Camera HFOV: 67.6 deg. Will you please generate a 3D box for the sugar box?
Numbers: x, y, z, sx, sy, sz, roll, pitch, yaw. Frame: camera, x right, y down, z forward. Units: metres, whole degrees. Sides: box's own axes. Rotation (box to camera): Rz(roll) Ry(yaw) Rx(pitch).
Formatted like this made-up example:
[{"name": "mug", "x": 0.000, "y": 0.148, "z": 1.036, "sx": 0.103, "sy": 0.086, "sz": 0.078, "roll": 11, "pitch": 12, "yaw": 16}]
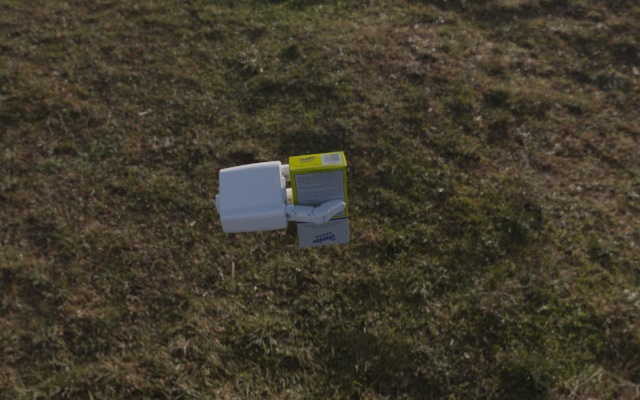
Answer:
[{"name": "sugar box", "x": 0.000, "y": 0.002, "z": 0.822, "sx": 0.093, "sy": 0.176, "sz": 0.048, "roll": -5, "pitch": 43, "yaw": -1}]
